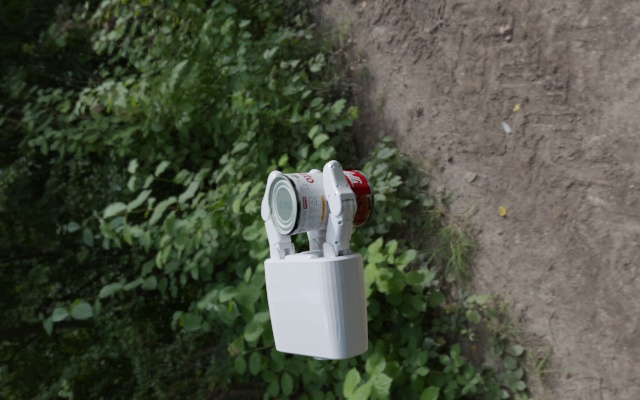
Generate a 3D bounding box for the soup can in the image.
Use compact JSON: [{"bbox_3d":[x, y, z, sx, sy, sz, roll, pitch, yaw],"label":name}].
[{"bbox_3d":[0.000,0.001,0.537,0.102,0.068,0.068,-5,3,-33],"label":"soup can"}]
